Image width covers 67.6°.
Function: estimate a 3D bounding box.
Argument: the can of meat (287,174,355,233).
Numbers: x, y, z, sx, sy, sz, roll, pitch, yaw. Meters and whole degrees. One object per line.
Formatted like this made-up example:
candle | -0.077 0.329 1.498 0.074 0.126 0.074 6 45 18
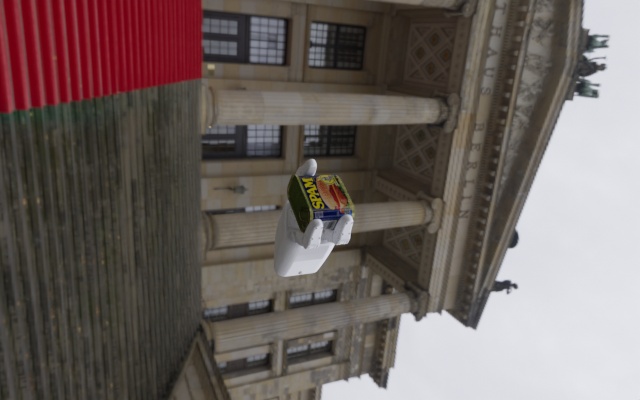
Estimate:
can of meat | 0.000 0.003 0.809 0.084 0.102 0.057 -4 -40 -25
